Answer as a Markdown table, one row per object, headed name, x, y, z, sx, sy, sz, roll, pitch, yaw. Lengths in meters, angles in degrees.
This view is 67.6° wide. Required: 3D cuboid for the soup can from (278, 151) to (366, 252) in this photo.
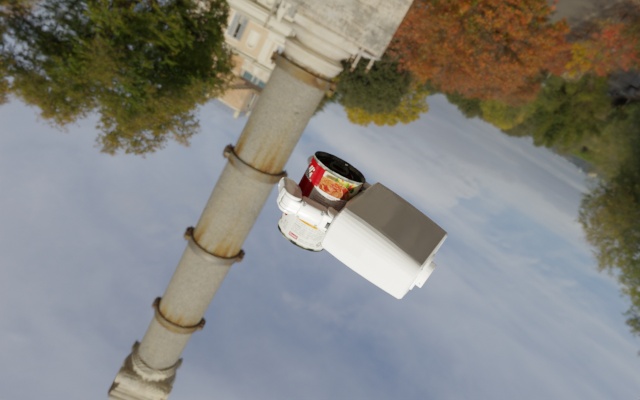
| name | x | y | z | sx | sy | sz | roll | pitch | yaw |
| --- | --- | --- | --- | --- | --- | --- | --- | --- | --- |
| soup can | 0.000 | 0.002 | 0.571 | 0.068 | 0.102 | 0.068 | 26 | 21 | -10 |
